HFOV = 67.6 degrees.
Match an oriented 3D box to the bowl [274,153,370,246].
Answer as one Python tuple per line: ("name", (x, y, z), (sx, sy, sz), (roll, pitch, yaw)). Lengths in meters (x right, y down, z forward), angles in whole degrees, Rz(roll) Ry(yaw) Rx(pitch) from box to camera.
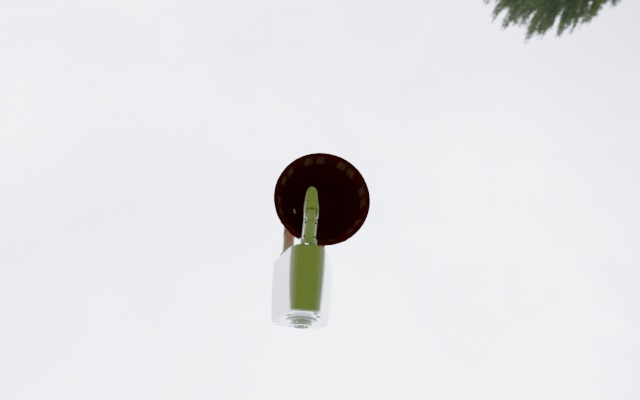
("bowl", (0.000, 0.002, 0.814), (0.162, 0.162, 0.055), (0, -15, -8))
